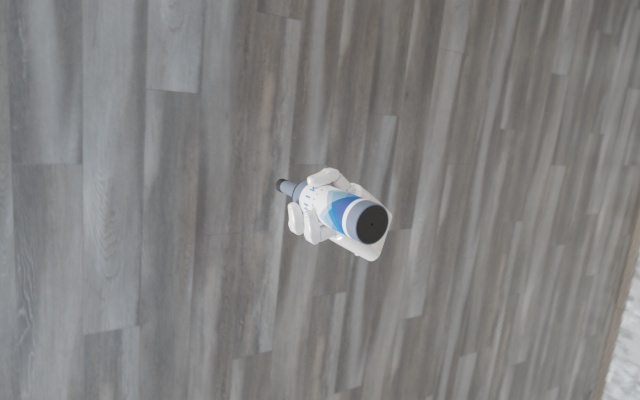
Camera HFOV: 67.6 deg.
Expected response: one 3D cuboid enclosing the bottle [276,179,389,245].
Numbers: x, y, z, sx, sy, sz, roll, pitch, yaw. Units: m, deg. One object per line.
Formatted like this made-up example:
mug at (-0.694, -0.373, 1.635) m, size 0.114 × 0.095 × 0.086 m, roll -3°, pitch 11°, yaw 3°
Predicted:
bottle at (0.000, 0.003, 0.849) m, size 0.069 × 0.069 × 0.295 m, roll 0°, pitch 13°, yaw -34°
